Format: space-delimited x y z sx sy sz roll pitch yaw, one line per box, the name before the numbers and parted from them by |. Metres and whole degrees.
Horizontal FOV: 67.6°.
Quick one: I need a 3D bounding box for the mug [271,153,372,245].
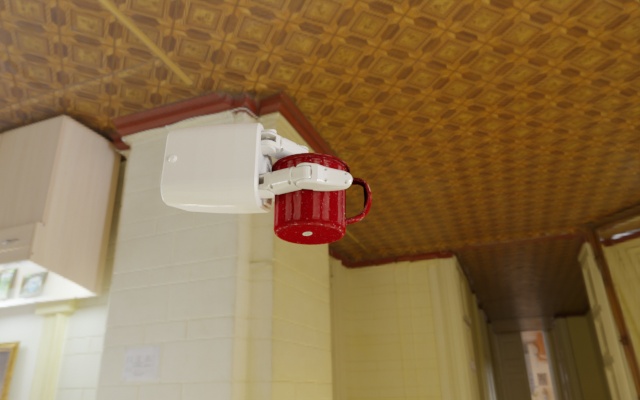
mug | 0.002 0.002 0.549 0.117 0.081 0.093 -1 -22 4
